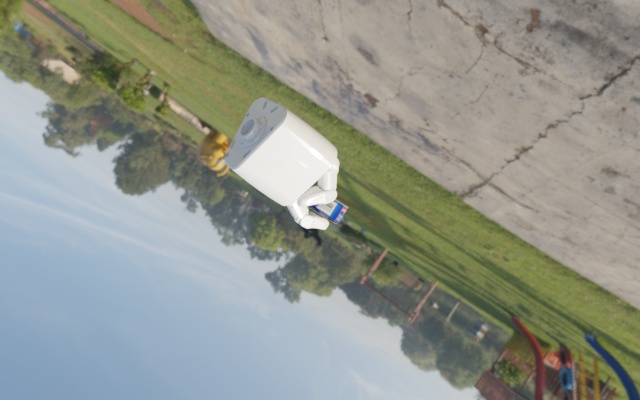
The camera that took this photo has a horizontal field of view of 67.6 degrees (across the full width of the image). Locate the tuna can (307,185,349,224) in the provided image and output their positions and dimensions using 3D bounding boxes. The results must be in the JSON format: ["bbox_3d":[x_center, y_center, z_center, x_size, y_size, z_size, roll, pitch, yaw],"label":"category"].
[{"bbox_3d":[0.000,0.003,0.762,0.086,0.034,0.086,32,0,0],"label":"tuna can"}]
